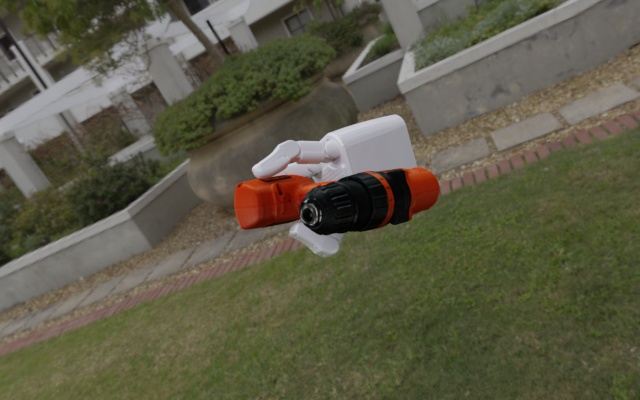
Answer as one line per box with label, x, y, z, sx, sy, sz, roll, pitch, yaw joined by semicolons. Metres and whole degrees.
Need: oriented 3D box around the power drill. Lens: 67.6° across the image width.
power drill;0.000;0.001;0.479;0.187;0.057;0.184;0;6;42
